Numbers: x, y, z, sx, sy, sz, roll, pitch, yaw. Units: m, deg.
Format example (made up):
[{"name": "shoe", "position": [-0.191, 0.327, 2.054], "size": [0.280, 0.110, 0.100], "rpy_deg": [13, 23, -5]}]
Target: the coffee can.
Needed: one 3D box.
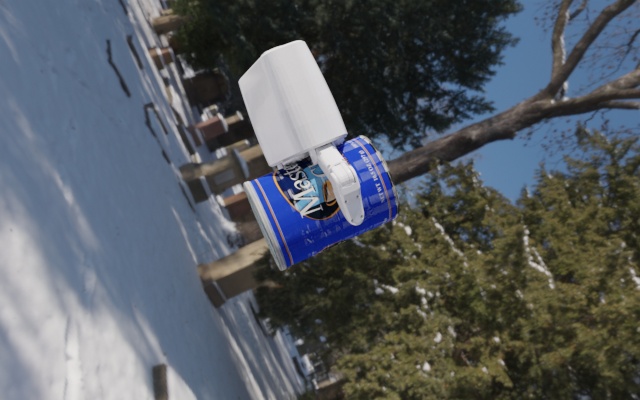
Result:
[{"name": "coffee can", "position": [0.000, 0.002, 0.524], "size": [0.140, 0.103, 0.103], "rpy_deg": [-23, 4, -10]}]
